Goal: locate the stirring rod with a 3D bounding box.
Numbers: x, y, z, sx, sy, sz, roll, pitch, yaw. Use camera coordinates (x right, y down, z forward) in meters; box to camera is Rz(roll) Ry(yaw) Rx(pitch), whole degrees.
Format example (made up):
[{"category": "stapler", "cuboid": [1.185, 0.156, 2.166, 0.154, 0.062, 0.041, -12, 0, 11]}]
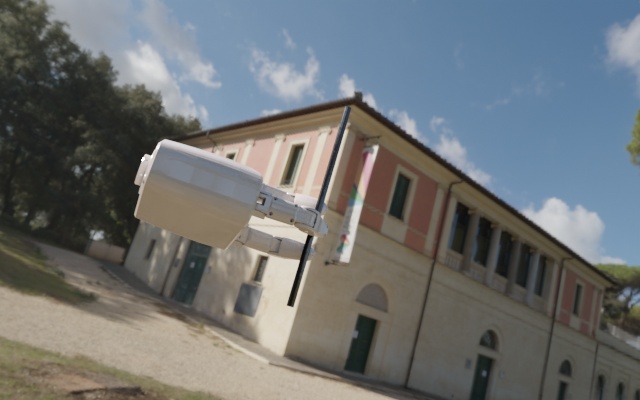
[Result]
[{"category": "stirring rod", "cuboid": [0.000, 0.002, 0.540, 0.011, 0.239, 0.011, 15, -13, 4]}]
